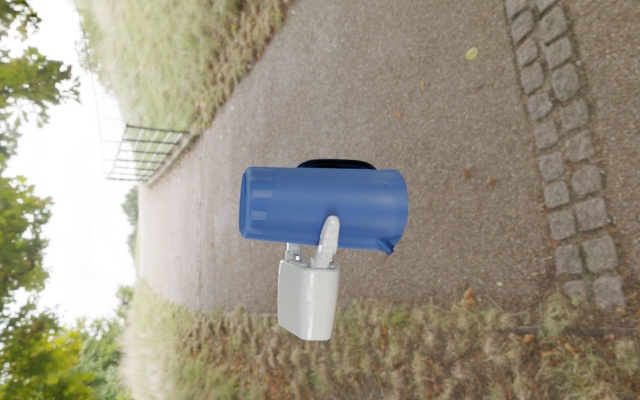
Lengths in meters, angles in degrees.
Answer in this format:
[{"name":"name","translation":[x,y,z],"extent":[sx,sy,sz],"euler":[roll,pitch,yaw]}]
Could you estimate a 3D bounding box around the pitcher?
[{"name":"pitcher","translation":[0.000,0.003,0.739],"extent":[0.243,0.145,0.149],"euler":[4,3,-14]}]
